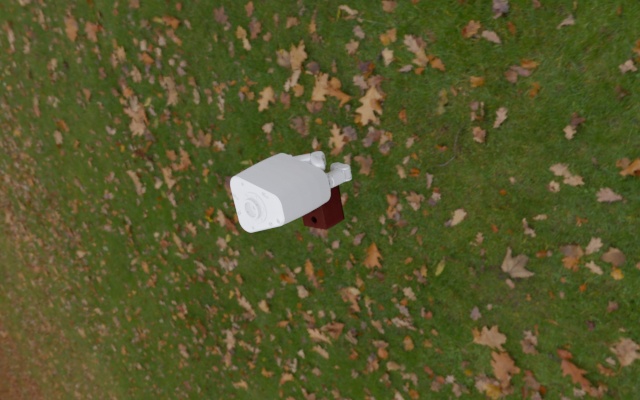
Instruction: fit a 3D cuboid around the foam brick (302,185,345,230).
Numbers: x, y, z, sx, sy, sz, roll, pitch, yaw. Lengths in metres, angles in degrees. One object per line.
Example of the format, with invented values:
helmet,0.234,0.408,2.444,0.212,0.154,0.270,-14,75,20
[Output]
foam brick,0.000,0.003,0.797,0.053,0.078,0.051,7,27,39
